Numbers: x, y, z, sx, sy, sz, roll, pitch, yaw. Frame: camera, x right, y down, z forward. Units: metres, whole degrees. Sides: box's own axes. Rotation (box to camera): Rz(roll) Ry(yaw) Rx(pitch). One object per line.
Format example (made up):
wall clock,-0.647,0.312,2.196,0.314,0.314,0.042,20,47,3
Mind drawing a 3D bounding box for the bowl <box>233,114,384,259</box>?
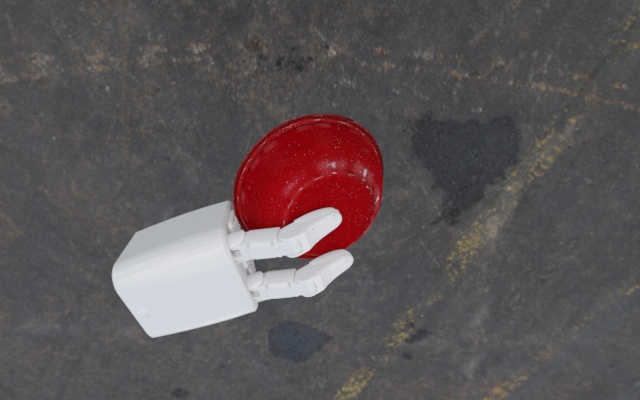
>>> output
bowl,0.001,0.001,0.463,0.162,0.162,0.055,0,30,-24
